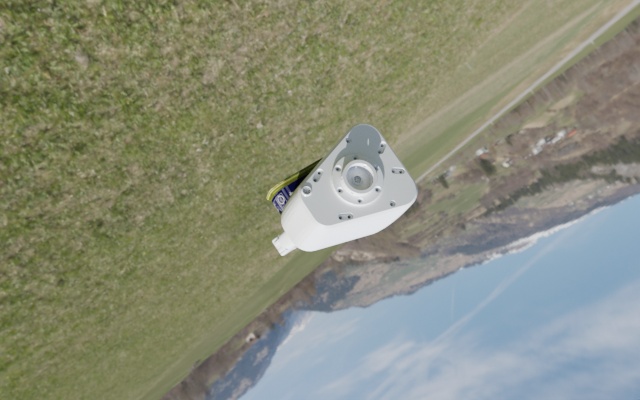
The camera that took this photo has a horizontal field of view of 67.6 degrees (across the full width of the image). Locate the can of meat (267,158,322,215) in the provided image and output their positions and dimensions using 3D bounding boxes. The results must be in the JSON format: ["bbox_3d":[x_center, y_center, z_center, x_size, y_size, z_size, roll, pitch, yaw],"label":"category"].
[{"bbox_3d":[0.000,0.002,0.584,0.102,0.084,0.057,-32,-7,-21],"label":"can of meat"}]
